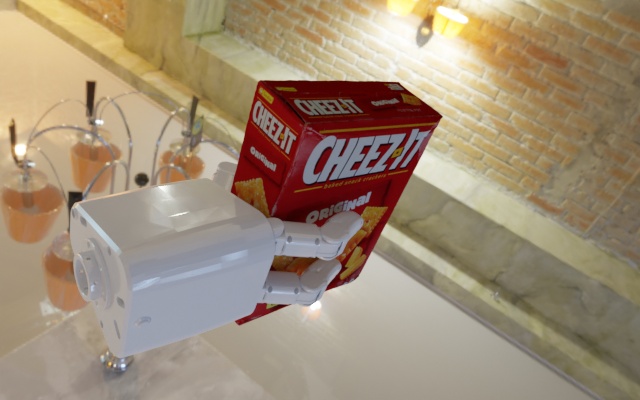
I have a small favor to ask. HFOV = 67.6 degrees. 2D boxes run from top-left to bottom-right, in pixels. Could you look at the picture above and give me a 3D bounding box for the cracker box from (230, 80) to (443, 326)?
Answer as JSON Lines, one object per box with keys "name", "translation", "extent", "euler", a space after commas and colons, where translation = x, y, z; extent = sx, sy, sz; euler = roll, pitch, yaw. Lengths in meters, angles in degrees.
{"name": "cracker box", "translation": [0.000, 0.001, 0.441], "extent": [0.164, 0.214, 0.072], "euler": [-12, 47, -41]}
